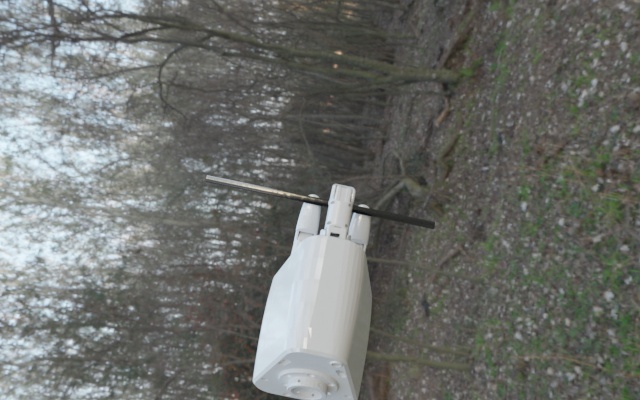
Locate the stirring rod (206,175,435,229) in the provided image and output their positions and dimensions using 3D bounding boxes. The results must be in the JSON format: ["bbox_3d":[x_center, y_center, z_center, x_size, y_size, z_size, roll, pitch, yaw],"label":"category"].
[{"bbox_3d":[0.000,0.002,0.495,0.239,0.011,0.011,12,0,0],"label":"stirring rod"}]
